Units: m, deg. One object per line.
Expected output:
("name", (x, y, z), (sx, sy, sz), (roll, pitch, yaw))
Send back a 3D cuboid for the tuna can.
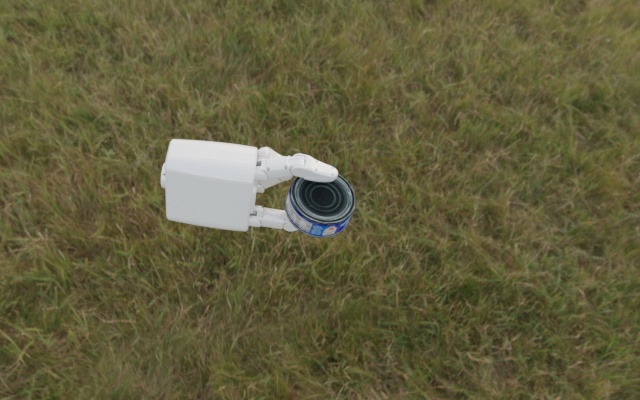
("tuna can", (0.000, 0.002, 0.600), (0.086, 0.086, 0.034), (0, -33, -16))
